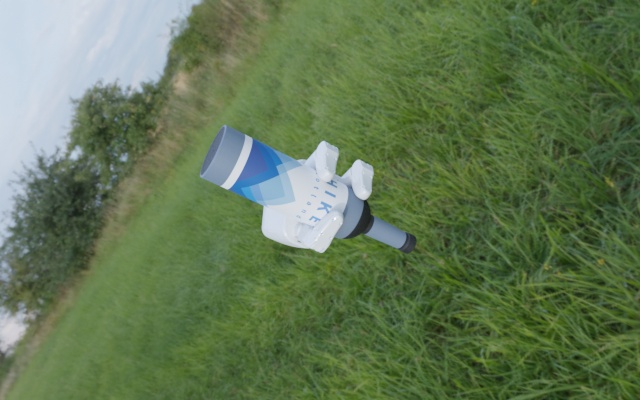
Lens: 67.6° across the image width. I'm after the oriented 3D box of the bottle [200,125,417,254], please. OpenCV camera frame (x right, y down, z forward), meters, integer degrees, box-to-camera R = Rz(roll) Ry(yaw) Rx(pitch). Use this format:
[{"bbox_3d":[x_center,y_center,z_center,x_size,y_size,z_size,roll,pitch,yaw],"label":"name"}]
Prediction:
[{"bbox_3d":[0.000,0.002,0.600,0.296,0.069,0.069,25,-10,-22],"label":"bottle"}]
